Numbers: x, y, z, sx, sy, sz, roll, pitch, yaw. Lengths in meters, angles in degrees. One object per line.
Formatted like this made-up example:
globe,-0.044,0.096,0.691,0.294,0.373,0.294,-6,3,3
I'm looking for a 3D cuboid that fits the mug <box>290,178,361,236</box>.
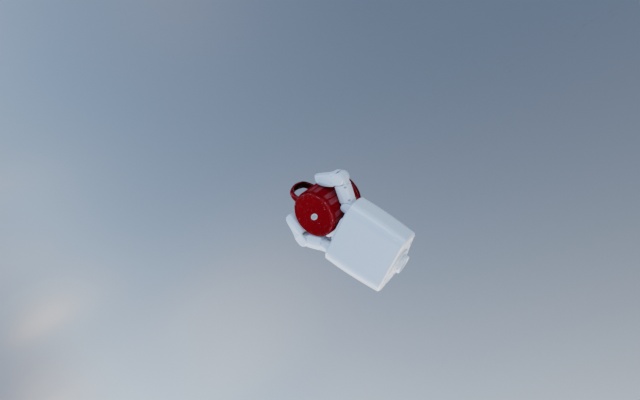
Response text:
mug,-0.001,0.002,0.814,0.117,0.093,0.081,32,39,19
